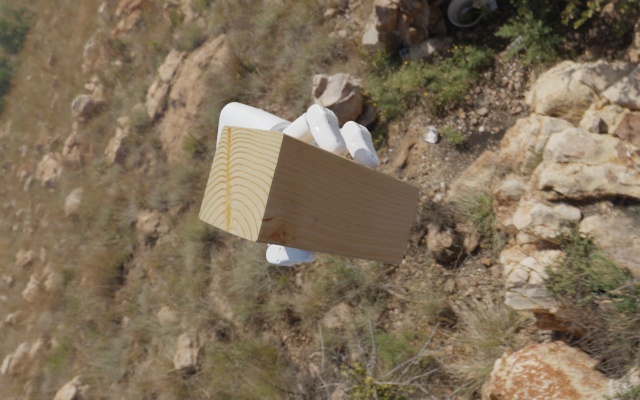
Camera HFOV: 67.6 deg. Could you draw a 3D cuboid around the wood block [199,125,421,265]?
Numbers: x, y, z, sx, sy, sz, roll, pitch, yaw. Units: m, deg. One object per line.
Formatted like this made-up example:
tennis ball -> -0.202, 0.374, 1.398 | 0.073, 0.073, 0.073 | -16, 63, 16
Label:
wood block -> 0.000, 0.002, 0.474 | 0.090, 0.091, 0.206 | 14, 0, 44
